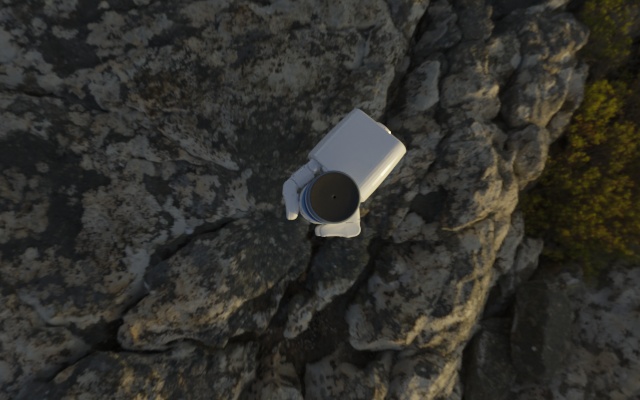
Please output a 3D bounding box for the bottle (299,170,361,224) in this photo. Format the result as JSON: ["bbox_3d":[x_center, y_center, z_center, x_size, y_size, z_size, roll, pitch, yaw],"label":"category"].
[{"bbox_3d":[0.000,0.002,0.733,0.069,0.069,0.296,0,-3,-7],"label":"bottle"}]
